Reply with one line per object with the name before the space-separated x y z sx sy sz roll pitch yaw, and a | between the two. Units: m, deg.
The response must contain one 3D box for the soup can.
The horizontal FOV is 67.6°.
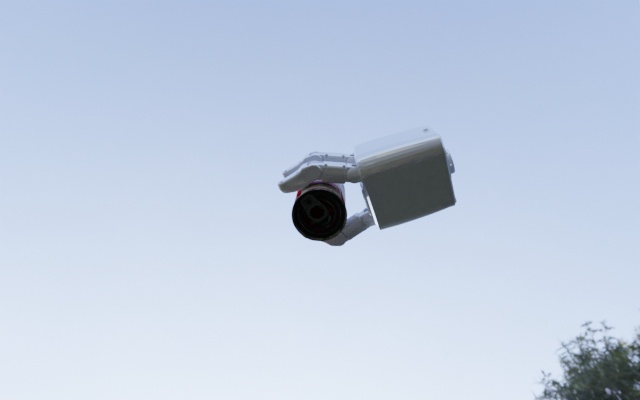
soup can | 0.000 0.002 0.625 0.068 0.068 0.102 0 19 2
